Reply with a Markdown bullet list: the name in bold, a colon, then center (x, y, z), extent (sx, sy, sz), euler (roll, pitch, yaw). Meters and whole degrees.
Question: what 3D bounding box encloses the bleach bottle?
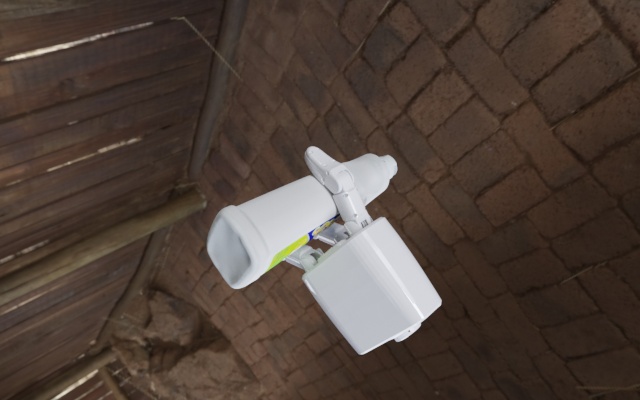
- **bleach bottle**: center (0.000, 0.002, 0.529), extent (0.250, 0.068, 0.103), euler (-29, -12, -35)
